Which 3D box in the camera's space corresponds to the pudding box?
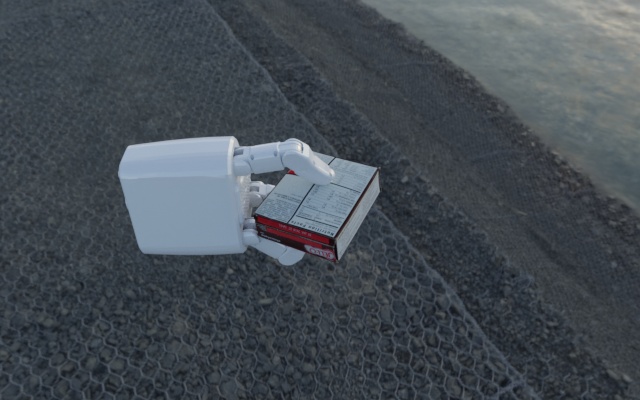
[{"bbox_3d":[0.000,0.001,0.481,0.090,0.039,0.113,17,49,22],"label":"pudding box"}]
